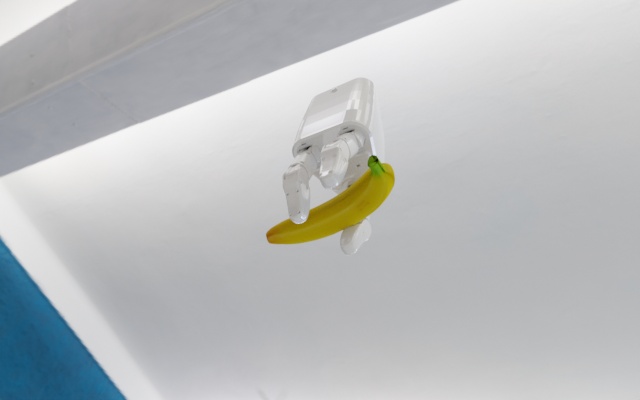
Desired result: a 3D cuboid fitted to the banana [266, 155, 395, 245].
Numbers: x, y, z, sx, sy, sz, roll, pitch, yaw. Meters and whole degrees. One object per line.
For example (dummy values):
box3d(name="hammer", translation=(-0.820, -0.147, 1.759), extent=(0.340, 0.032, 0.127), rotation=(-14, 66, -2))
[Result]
box3d(name="banana", translation=(0.017, 0.006, 0.520), extent=(0.070, 0.037, 0.198), rotation=(20, -39, -30))
